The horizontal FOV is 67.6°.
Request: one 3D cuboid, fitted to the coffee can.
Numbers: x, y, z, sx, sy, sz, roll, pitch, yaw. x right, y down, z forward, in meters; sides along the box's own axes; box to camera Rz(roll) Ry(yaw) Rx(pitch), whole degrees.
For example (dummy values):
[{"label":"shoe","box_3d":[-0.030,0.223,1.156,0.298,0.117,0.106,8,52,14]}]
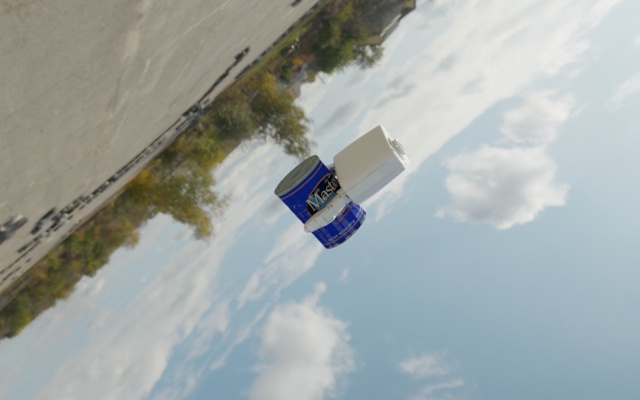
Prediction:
[{"label":"coffee can","box_3d":[0.000,0.003,0.865,0.103,0.140,0.102,-38,16,13]}]
